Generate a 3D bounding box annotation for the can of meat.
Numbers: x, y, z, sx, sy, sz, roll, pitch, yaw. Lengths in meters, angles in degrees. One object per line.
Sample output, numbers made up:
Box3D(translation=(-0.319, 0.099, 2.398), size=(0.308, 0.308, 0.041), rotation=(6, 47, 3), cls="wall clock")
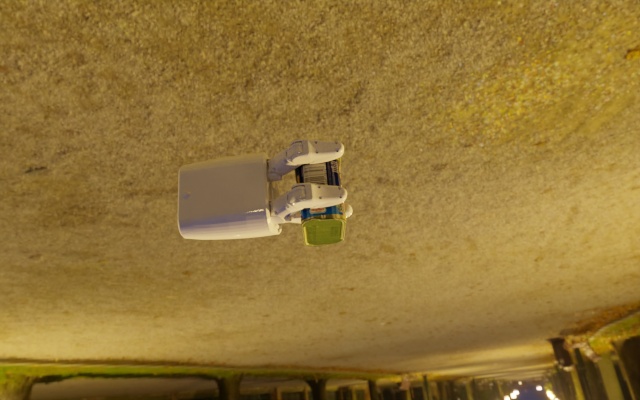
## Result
Box3D(translation=(0.000, 0.002, 0.582), size=(0.057, 0.084, 0.102), rotation=(-5, -23, -1), cls="can of meat")
